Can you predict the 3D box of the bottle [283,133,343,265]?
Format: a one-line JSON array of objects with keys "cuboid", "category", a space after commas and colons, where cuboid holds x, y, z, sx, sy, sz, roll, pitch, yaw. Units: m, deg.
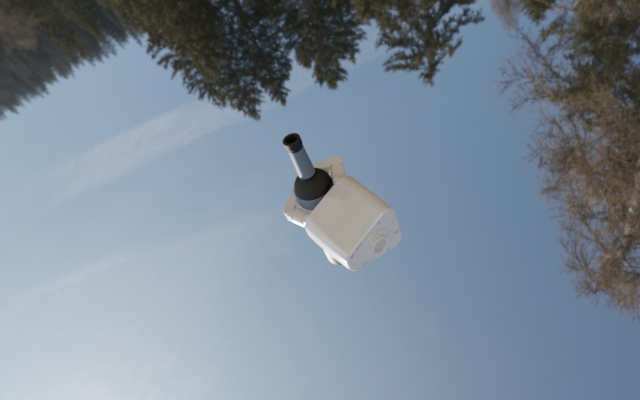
[{"cuboid": [0.000, 0.003, 0.807, 0.069, 0.069, 0.296, 0, -39, 22], "category": "bottle"}]
